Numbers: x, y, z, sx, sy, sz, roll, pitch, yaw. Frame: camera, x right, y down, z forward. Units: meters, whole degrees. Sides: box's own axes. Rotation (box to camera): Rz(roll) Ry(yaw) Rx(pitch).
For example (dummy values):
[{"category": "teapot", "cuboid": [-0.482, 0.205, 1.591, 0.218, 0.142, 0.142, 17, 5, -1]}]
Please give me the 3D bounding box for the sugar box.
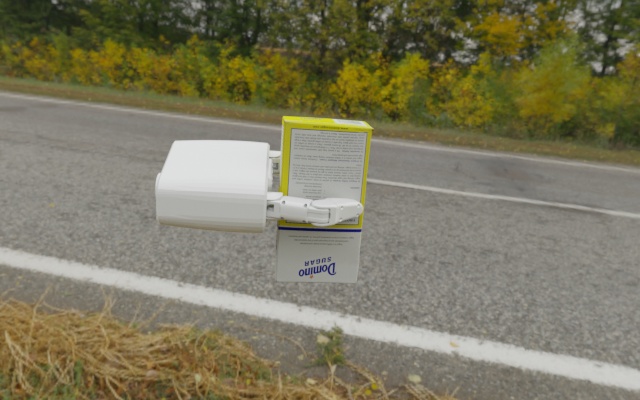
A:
[{"category": "sugar box", "cuboid": [0.000, 0.001, 0.518, 0.093, 0.176, 0.048, 3, 18, -8]}]
